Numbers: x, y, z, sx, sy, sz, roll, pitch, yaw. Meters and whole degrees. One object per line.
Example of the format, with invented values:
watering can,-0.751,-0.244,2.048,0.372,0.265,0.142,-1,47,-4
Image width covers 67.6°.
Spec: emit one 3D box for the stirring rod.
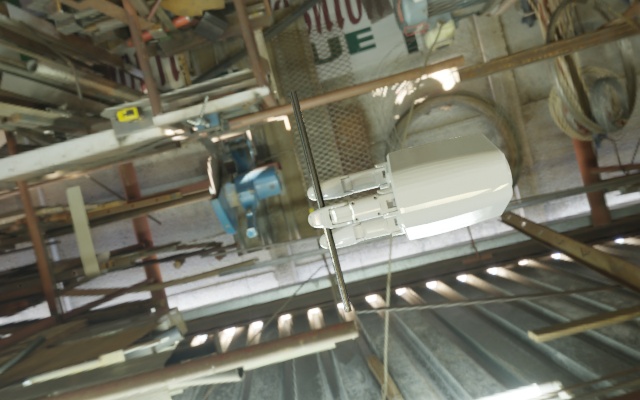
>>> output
stirring rod,0.000,0.002,0.507,0.011,0.239,0.011,-14,1,0
